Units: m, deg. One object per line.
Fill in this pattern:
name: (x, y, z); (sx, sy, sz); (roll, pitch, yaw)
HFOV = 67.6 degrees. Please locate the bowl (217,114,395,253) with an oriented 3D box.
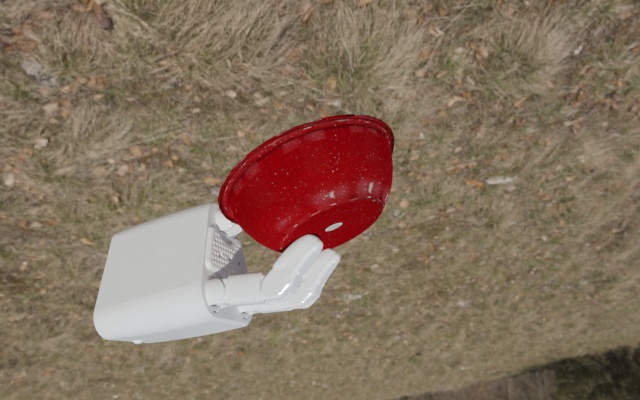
bowl: (0.001, 0.001, 0.401); (0.162, 0.055, 0.162); (-20, -25, -10)
